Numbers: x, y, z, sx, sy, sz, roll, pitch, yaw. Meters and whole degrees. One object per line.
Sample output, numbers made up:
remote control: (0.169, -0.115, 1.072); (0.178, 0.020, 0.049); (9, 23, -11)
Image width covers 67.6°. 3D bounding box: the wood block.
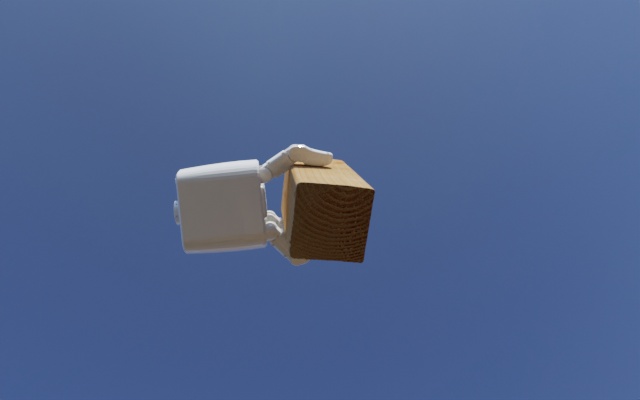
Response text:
wood block: (0.000, 0.002, 0.633); (0.090, 0.091, 0.206); (5, 13, -9)
